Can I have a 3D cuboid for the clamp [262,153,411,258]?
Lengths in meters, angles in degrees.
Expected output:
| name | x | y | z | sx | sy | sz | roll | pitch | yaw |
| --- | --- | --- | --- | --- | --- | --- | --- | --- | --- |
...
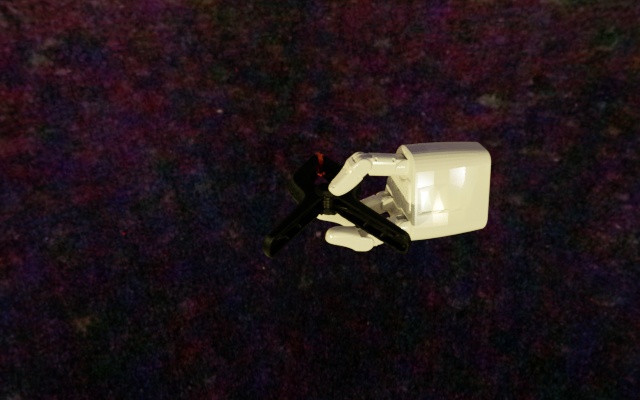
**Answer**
| name | x | y | z | sx | sy | sz | roll | pitch | yaw |
| --- | --- | --- | --- | --- | --- | --- | --- | --- | --- |
| clamp | 0.000 | 0.001 | 0.592 | 0.164 | 0.036 | 0.209 | -4 | 34 | -13 |
